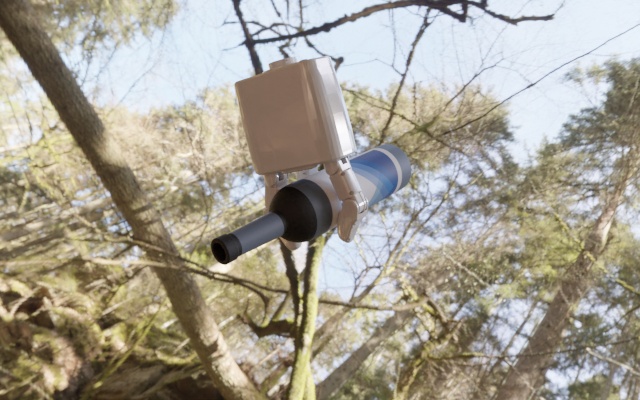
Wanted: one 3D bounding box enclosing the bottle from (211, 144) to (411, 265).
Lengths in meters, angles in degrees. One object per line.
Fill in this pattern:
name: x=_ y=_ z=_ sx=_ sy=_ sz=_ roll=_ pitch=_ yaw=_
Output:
bottle: x=0.000 y=0.002 z=0.551 sx=0.069 sy=0.069 sz=0.295 roll=0 pitch=19 yaw=43
